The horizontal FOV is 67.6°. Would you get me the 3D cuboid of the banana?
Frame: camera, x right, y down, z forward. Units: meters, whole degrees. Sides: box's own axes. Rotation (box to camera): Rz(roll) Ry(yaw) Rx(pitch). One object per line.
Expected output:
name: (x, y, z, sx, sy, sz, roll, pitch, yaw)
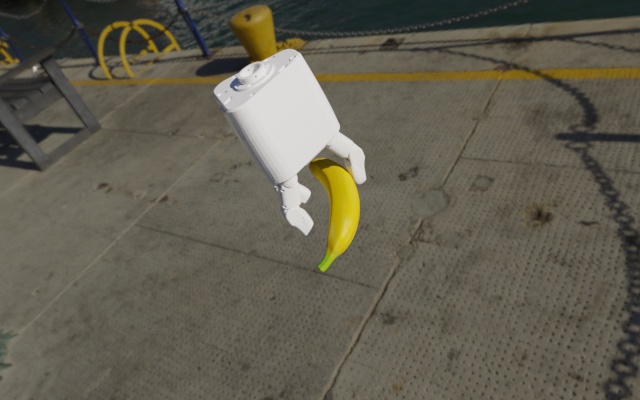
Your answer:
banana: (0.016, -0.003, 0.616, 0.069, 0.197, 0.037, -25, -51, 18)
